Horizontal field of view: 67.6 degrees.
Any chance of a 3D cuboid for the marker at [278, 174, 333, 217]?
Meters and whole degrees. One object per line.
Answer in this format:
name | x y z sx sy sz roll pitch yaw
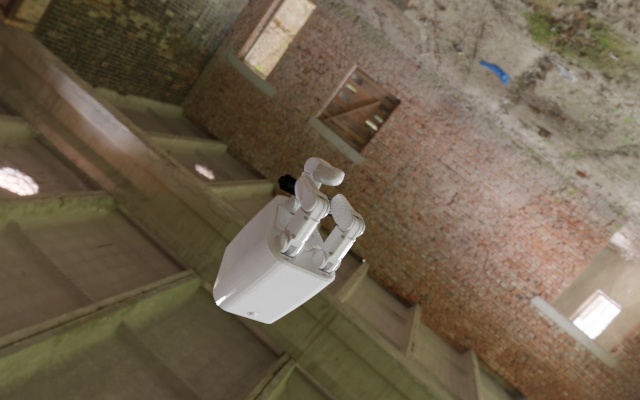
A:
marker | 0.000 0.002 0.549 0.121 0.020 0.020 29 -18 -35
